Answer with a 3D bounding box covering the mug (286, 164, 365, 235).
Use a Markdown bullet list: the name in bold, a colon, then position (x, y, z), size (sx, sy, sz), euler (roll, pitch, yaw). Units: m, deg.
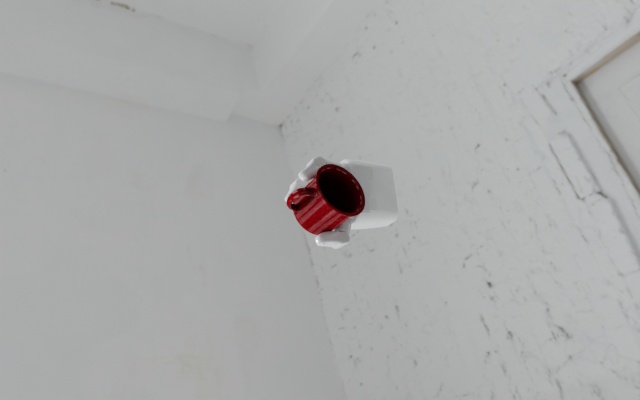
- **mug**: position (-0.001, 0.003, 0.743), size (0.117, 0.093, 0.081), euler (3, -31, -39)
